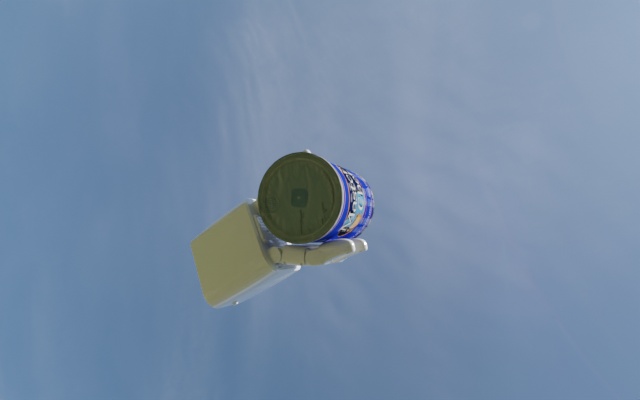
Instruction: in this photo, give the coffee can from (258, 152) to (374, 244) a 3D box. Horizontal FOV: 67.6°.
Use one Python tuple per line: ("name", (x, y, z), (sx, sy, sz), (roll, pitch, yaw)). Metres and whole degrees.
("coffee can", (0.000, 0.002, 0.591), (0.103, 0.103, 0.140), (0, -4, 21))
